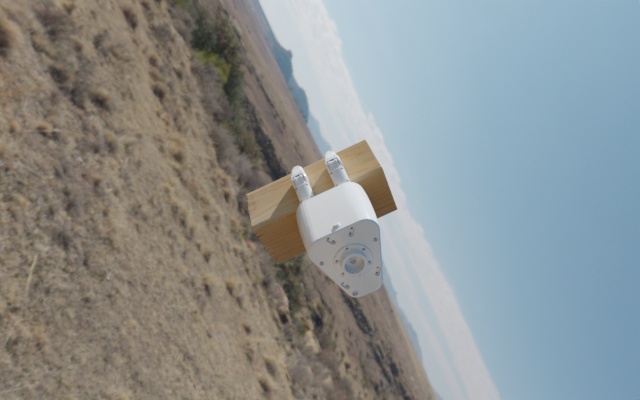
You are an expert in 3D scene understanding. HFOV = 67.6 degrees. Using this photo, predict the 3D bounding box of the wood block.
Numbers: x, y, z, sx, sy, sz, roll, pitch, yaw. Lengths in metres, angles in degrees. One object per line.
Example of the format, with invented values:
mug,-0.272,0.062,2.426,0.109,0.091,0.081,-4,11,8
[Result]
wood block,0.000,0.003,0.740,0.206,0.091,0.090,-24,39,3
